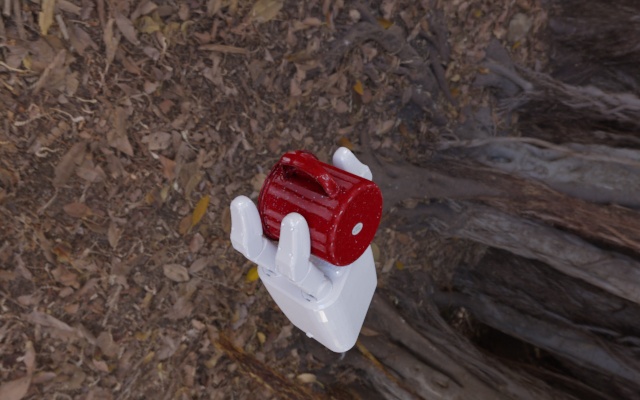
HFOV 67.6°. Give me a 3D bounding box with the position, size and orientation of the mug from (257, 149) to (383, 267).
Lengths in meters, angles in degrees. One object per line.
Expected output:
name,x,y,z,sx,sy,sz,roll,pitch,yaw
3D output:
mug,0.000,0.000,0.427,0.081,0.093,0.117,23,-29,33
